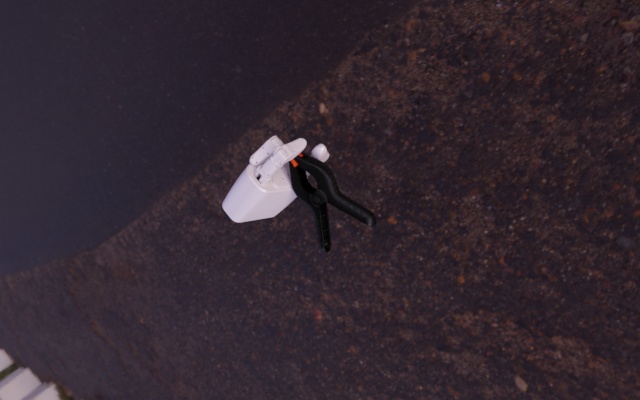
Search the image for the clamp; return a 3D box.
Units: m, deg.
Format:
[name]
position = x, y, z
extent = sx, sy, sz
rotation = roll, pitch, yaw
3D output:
[clamp]
position = 0.000, 0.003, 0.776
extent = 0.120, 0.171, 0.039
rotation = -44, -8, 30
